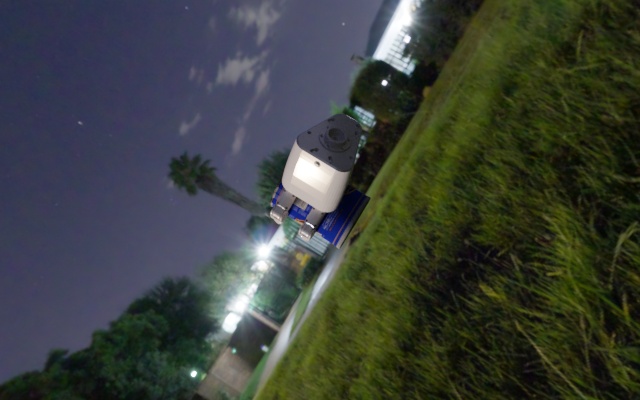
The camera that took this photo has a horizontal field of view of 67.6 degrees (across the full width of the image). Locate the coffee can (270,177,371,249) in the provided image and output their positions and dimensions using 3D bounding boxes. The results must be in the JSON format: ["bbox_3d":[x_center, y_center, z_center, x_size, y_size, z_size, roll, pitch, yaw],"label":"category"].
[{"bbox_3d":[0.000,0.003,0.819,0.140,0.103,0.103,32,4,6],"label":"coffee can"}]
